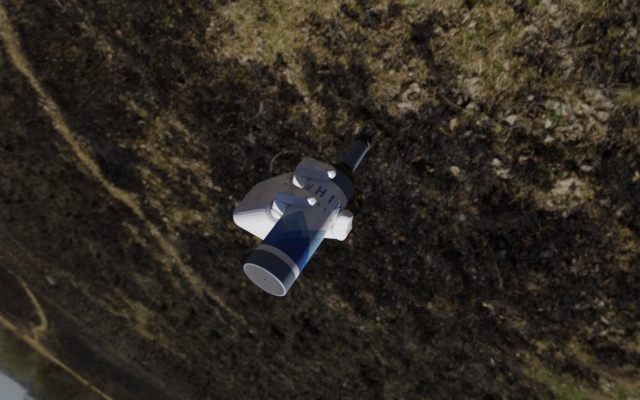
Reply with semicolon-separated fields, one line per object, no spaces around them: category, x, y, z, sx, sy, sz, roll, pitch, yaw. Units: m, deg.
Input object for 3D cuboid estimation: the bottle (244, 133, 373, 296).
bottle;0.000;0.002;0.699;0.069;0.069;0.295;0;44;44
